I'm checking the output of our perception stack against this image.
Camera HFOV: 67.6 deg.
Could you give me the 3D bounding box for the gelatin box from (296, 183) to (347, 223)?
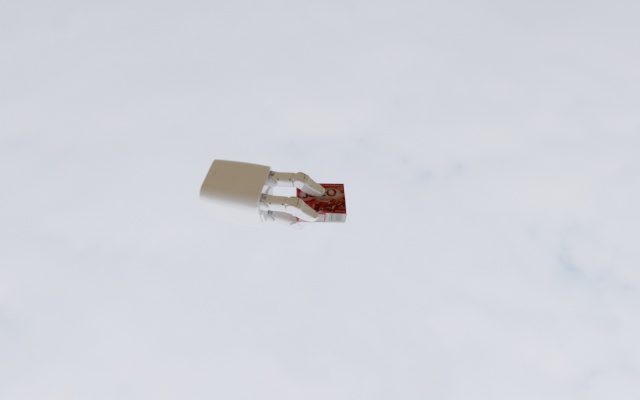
[{"bbox_3d":[0.000,0.003,0.857,0.089,0.073,0.030,2,-42,-5],"label":"gelatin box"}]
